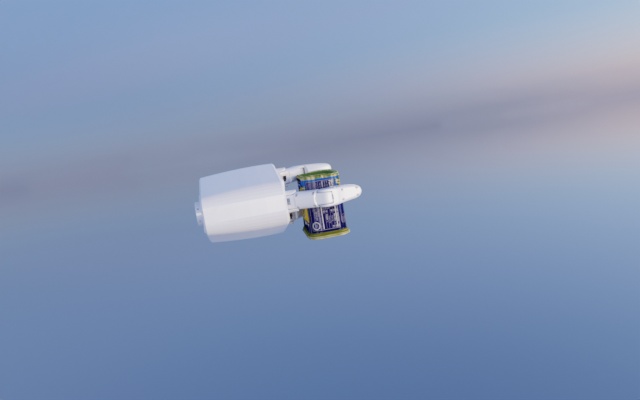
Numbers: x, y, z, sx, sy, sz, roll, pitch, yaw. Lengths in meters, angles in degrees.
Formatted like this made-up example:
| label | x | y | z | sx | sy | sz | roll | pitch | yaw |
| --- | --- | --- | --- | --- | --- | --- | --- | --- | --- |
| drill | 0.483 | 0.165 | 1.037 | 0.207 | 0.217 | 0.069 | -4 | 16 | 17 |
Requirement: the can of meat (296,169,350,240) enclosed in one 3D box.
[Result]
| label | x | y | z | sx | sy | sz | roll | pitch | yaw |
| --- | --- | --- | --- | --- | --- | --- | --- | --- | --- |
| can of meat | 0.000 | 0.002 | 0.664 | 0.057 | 0.084 | 0.102 | -10 | 7 | -7 |
